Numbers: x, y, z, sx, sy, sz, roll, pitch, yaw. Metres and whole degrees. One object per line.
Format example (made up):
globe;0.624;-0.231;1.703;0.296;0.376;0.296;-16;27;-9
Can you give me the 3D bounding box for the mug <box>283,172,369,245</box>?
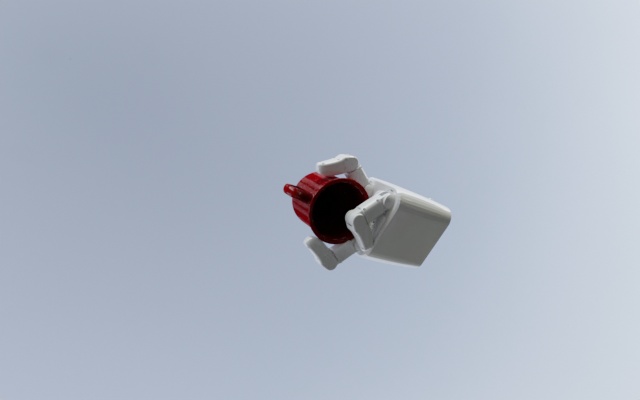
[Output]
mug;-0.001;0.002;0.670;0.117;0.093;0.081;18;6;-29
